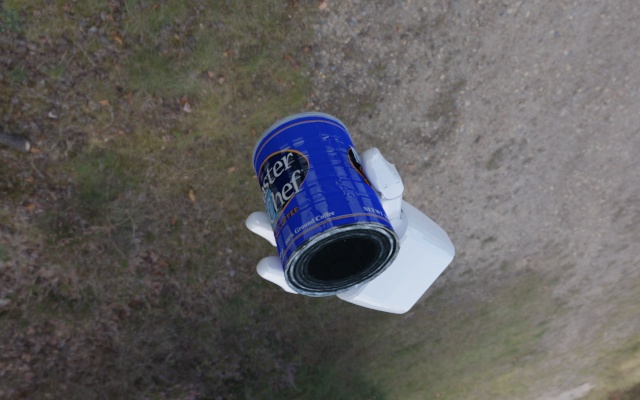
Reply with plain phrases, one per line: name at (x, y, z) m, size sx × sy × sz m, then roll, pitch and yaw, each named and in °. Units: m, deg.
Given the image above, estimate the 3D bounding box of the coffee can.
coffee can at (0.000, 0.001, 0.442) m, size 0.103 × 0.140 × 0.103 m, roll -12°, pitch -39°, yaw -10°
